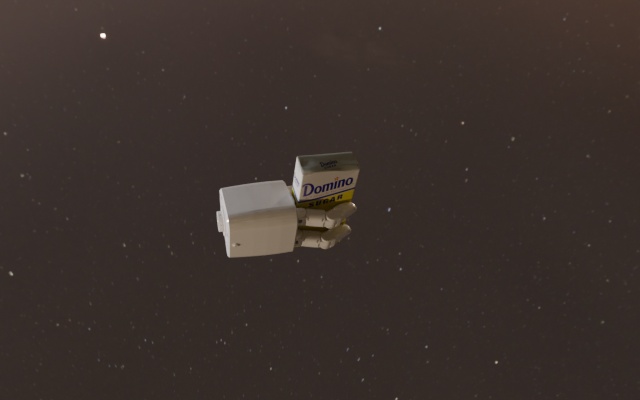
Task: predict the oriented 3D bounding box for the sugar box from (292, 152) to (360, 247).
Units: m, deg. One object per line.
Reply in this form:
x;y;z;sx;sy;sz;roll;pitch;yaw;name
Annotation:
0.000;0.003;0.774;0.093;0.048;0.176;-7;-39;-16;sugar box
